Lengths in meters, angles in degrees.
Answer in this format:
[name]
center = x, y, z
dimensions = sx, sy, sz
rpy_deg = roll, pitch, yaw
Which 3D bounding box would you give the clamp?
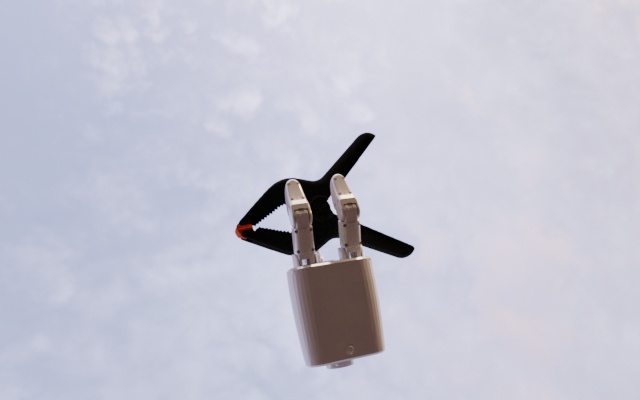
[clamp]
center = -0.001, 0.002, 0.575
dimensions = 0.210, 0.164, 0.036
rpy_deg = -7, -14, -15
